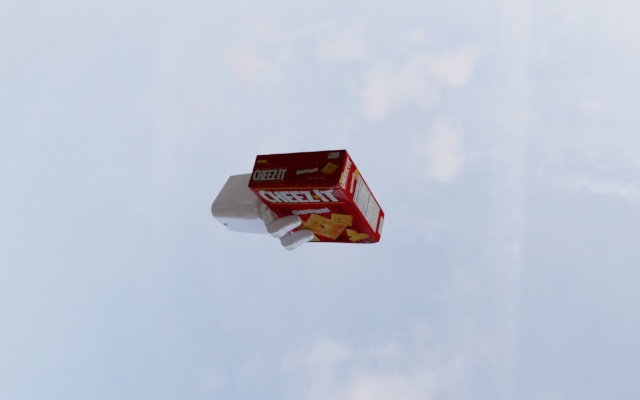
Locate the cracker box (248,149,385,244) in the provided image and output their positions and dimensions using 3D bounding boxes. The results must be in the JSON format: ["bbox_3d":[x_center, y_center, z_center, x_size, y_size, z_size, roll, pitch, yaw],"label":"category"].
[{"bbox_3d":[0.000,0.003,0.825,0.164,0.072,0.214,-1,-29,25],"label":"cracker box"}]
